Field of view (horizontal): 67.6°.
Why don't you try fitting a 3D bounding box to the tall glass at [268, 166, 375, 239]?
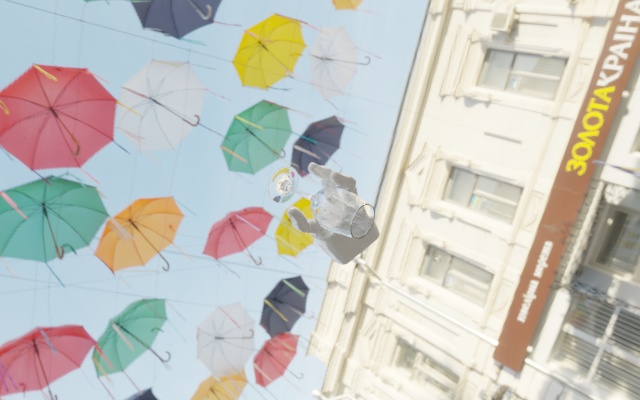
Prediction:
[{"bbox_3d":[0.000,0.002,0.841,0.201,0.079,0.079,25,16,40],"label":"tall glass"}]
